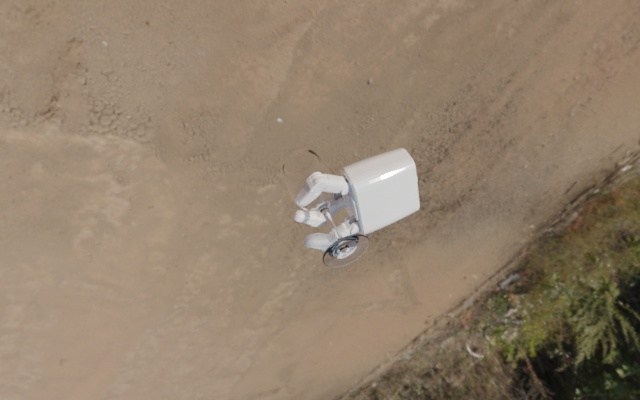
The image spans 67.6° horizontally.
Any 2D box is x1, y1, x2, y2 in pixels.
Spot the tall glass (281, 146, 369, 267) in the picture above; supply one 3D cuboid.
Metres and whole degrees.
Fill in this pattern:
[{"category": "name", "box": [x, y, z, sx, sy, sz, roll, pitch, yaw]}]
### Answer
[{"category": "tall glass", "box": [0.000, 0.003, 0.746, 0.079, 0.201, 0.079, -18, -37, -14]}]
